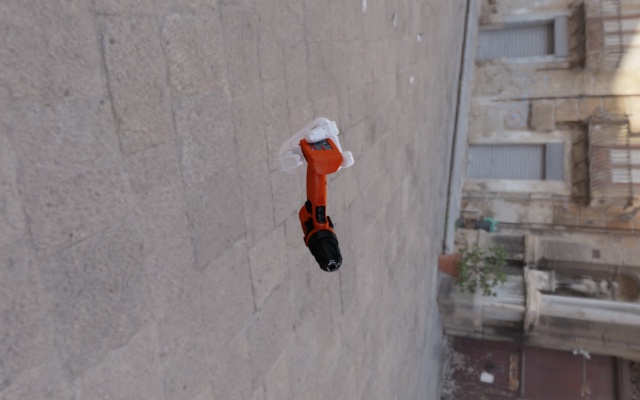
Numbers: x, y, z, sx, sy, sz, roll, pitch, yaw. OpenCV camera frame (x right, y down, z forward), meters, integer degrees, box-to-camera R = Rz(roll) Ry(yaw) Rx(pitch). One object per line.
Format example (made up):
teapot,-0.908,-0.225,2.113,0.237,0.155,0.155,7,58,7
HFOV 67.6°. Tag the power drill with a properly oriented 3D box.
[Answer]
power drill,0.000,0.002,0.792,0.057,0.188,0.184,-4,28,-14
